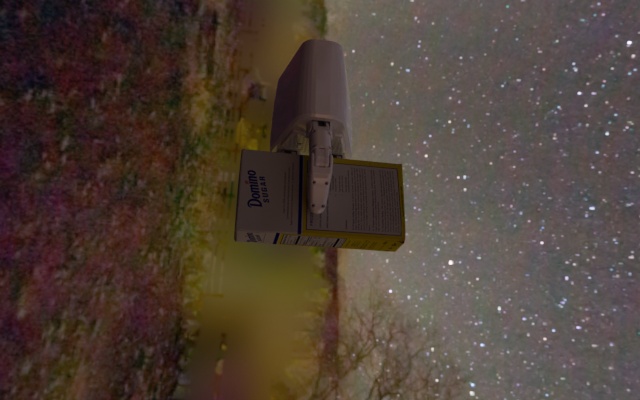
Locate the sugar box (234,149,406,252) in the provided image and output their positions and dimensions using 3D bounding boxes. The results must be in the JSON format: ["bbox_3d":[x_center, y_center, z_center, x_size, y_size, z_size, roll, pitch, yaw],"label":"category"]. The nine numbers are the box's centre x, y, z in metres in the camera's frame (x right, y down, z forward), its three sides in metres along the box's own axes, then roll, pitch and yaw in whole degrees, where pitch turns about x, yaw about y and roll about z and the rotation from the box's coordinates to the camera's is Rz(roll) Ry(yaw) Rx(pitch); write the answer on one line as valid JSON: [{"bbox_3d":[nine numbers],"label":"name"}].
[{"bbox_3d":[0.000,0.002,0.510,0.176,0.093,0.048,4,-24,-7],"label":"sugar box"}]
